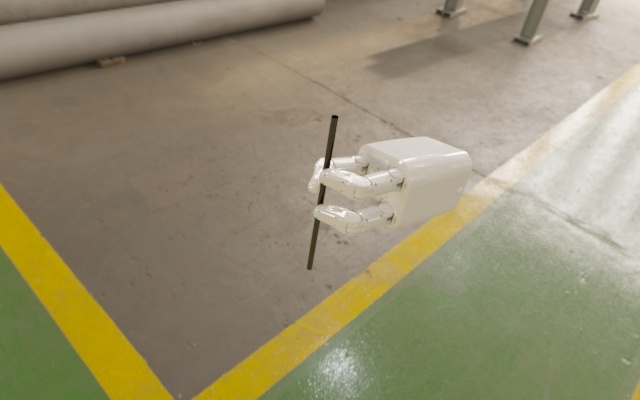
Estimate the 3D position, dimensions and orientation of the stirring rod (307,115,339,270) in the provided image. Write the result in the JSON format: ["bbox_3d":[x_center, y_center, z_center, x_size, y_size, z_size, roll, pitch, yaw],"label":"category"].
[{"bbox_3d":[0.000,0.002,0.592,0.011,0.240,0.011,6,39,-5],"label":"stirring rod"}]
